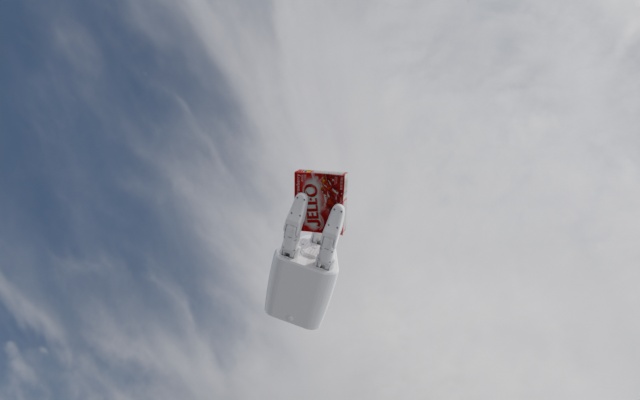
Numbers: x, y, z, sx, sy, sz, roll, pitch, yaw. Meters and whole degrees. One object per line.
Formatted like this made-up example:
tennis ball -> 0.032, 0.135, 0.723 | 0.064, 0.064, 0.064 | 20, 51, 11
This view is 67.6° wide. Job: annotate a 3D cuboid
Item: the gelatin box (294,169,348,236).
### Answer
gelatin box -> 0.000, 0.002, 0.684 | 0.073, 0.089, 0.030 | 5, 14, 13
